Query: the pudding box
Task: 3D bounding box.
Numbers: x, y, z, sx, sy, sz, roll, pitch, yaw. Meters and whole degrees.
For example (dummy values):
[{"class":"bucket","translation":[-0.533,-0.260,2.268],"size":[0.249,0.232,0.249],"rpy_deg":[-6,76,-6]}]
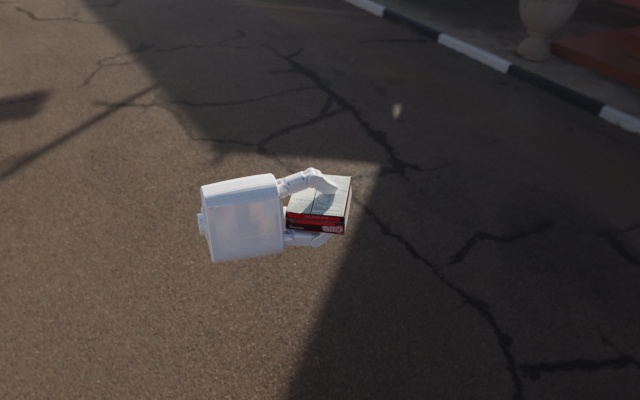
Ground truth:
[{"class":"pudding box","translation":[0.000,0.002,0.738],"size":[0.090,0.039,0.113],"rpy_deg":[6,38,7]}]
